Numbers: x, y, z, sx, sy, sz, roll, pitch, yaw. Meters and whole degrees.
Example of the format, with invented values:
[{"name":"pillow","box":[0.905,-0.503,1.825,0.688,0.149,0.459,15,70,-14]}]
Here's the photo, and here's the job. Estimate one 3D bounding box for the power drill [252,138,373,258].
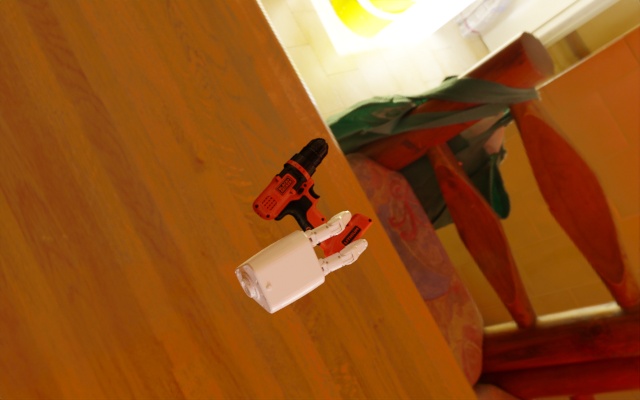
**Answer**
[{"name":"power drill","box":[0.000,0.003,0.859,0.187,0.184,0.057,41,-13,-2]}]
